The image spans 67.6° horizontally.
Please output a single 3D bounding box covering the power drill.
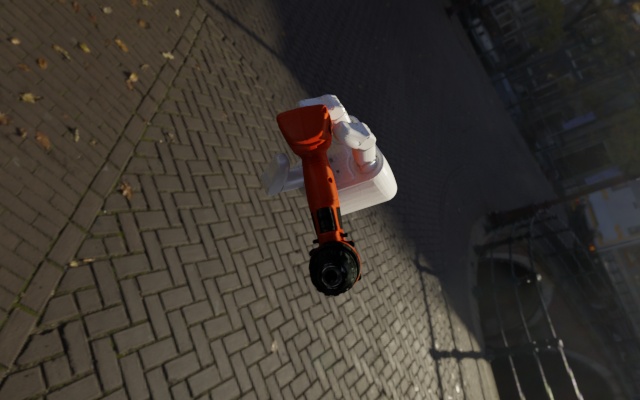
[{"bbox_3d":[0.000,0.001,0.496,0.057,0.187,0.184,-11,-3,1],"label":"power drill"}]
